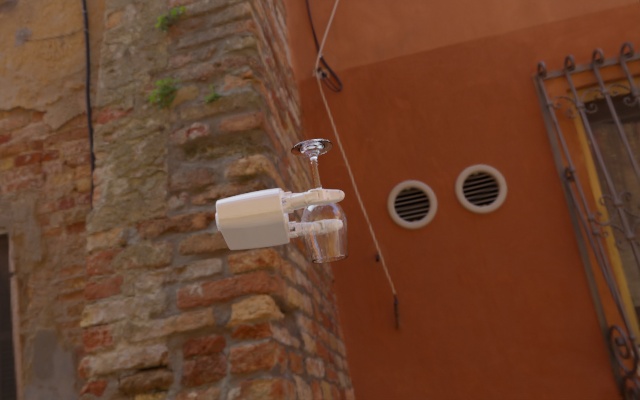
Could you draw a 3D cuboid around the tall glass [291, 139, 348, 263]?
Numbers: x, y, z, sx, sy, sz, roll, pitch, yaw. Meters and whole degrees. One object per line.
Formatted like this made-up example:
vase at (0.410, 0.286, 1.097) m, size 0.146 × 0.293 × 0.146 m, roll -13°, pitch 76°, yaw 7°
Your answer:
tall glass at (0.000, 0.002, 0.812) m, size 0.079 × 0.201 × 0.079 m, roll -9°, pitch -15°, yaw -2°
